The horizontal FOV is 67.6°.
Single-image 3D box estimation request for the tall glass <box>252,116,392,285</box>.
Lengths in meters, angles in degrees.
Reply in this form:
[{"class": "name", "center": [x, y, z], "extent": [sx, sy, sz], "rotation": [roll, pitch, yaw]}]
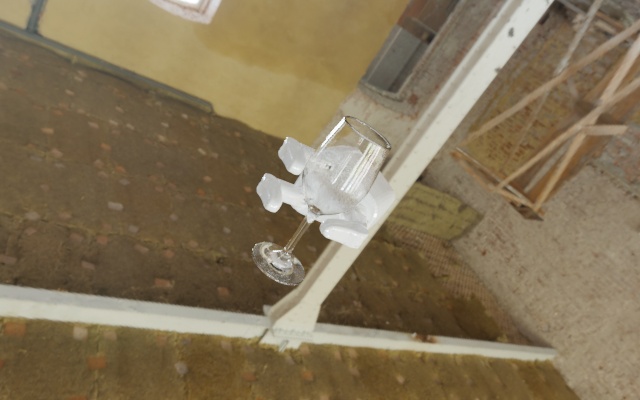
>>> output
[{"class": "tall glass", "center": [0.000, 0.002, 0.555], "extent": [0.079, 0.201, 0.079], "rotation": [29, 23, -13]}]
